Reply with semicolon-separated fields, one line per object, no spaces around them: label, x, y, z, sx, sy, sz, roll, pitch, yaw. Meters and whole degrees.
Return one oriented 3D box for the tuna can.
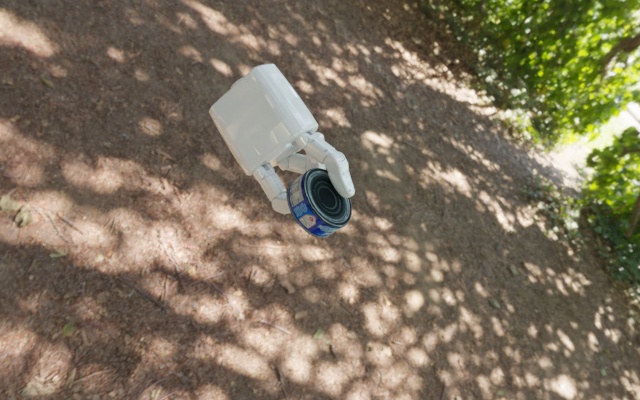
tuna can;0.001;0.002;0.609;0.034;0.086;0.086;-33;-21;36
